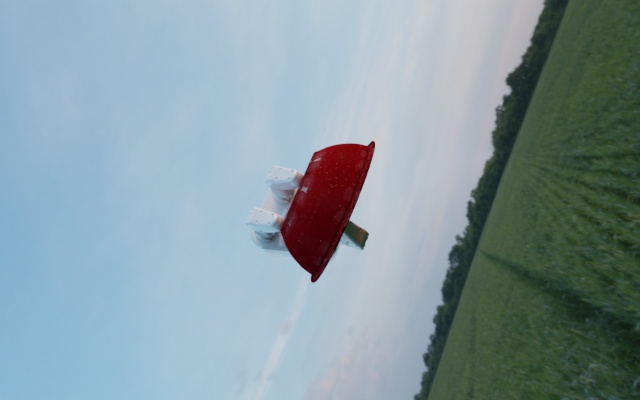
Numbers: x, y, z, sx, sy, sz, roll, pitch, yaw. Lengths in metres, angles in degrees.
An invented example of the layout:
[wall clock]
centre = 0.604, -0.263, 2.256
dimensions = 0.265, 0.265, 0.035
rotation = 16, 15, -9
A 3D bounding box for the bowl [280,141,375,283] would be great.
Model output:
[bowl]
centre = 0.000, 0.001, 0.501
dimensions = 0.055, 0.162, 0.162
rotation = 24, -1, -3
